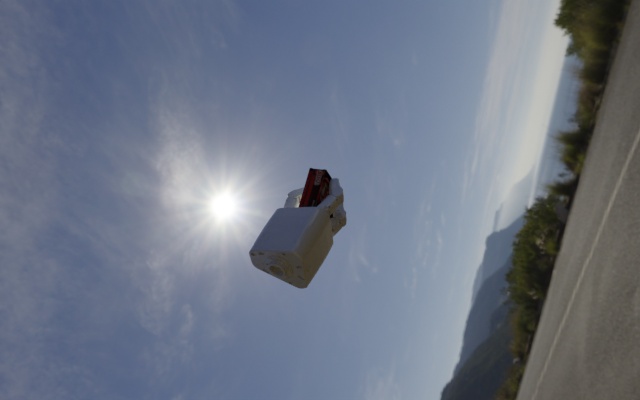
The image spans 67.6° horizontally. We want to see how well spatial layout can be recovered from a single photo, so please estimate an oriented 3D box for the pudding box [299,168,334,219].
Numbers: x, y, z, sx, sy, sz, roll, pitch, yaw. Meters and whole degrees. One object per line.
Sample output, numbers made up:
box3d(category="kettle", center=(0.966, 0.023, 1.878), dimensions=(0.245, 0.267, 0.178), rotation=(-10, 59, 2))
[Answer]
box3d(category="pudding box", center=(0.000, 0.003, 0.890), dimensions=(0.039, 0.090, 0.113), rotation=(10, -18, 20))
